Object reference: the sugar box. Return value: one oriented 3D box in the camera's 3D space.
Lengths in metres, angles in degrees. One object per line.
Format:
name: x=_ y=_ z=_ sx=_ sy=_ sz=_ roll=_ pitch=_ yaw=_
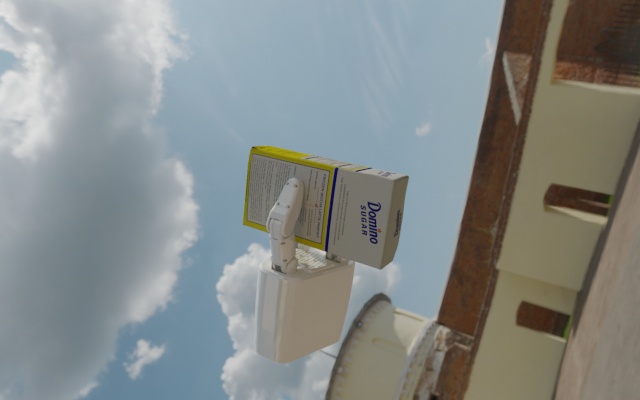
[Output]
sugar box: x=0.000 y=0.002 z=0.509 sx=0.176 sy=0.093 sz=0.048 roll=15 pitch=17 yaw=26
